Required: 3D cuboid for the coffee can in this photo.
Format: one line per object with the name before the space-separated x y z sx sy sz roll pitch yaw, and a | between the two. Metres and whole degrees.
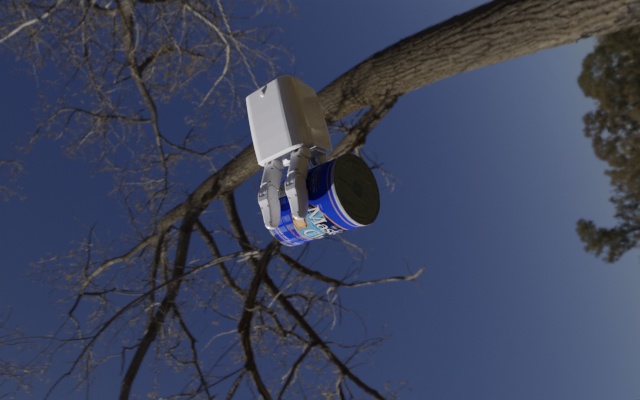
coffee can | 0.000 0.002 0.693 0.140 0.103 0.103 -20 -12 38
